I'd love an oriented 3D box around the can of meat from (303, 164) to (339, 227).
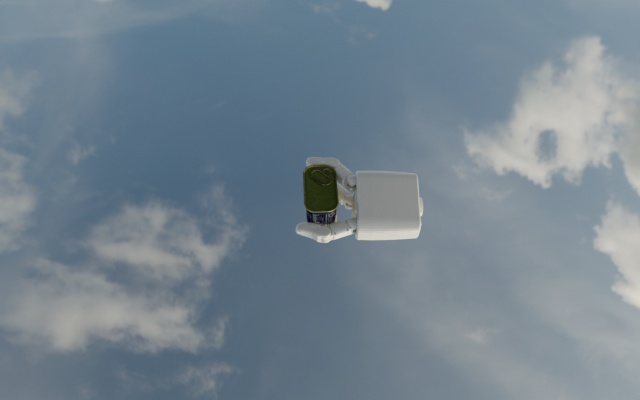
[{"bbox_3d":[0.000,0.003,0.831,0.057,0.102,0.084,-3,-37,-2],"label":"can of meat"}]
